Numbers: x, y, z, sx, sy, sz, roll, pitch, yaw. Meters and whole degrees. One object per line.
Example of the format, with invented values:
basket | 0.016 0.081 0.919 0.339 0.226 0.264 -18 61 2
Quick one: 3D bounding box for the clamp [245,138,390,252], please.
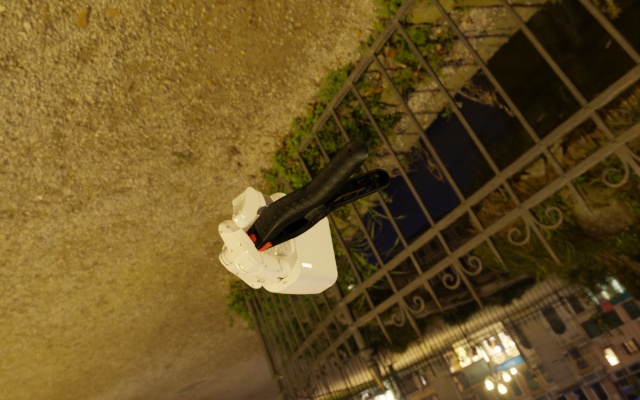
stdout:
clamp | 0.000 0.002 0.519 0.171 0.039 0.120 -34 -28 19
